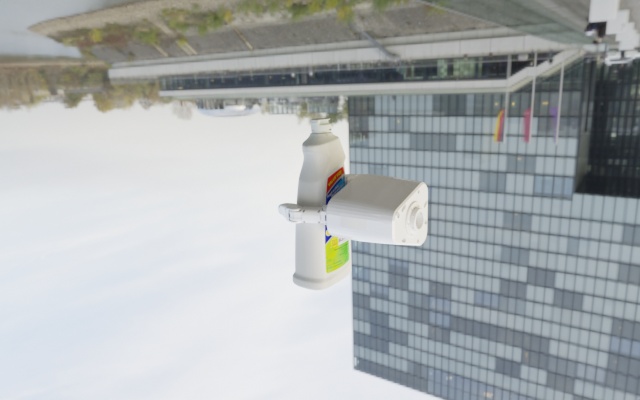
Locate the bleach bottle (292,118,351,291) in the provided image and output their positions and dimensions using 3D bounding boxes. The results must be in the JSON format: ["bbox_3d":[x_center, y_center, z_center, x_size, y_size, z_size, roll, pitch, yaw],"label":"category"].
[{"bbox_3d":[0.000,0.002,0.732,0.068,0.251,0.102,8,17,36],"label":"bleach bottle"}]
